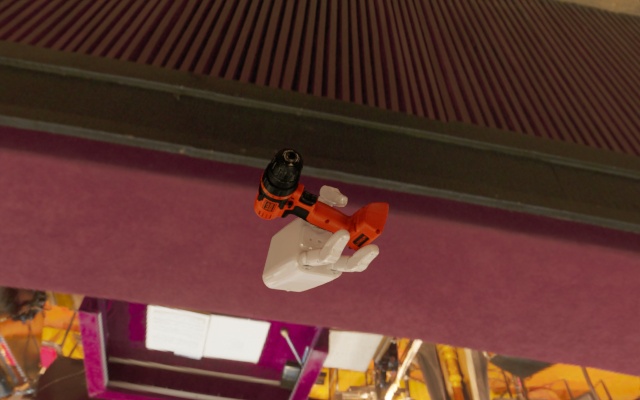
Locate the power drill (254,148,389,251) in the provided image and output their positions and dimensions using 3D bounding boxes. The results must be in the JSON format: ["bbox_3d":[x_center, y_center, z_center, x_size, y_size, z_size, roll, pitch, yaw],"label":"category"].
[{"bbox_3d":[0.000,0.003,0.699,0.187,0.057,0.184,23,-25,-7],"label":"power drill"}]
